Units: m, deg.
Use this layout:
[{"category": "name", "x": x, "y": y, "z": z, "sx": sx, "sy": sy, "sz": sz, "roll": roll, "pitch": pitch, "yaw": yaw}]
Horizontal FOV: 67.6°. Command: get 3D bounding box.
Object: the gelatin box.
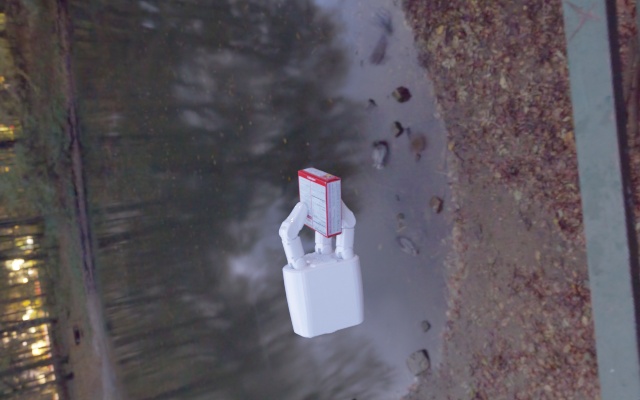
[{"category": "gelatin box", "x": 0.000, "y": 0.002, "z": 0.709, "sx": 0.030, "sy": 0.089, "sz": 0.073, "roll": -16, "pitch": 24, "yaw": -31}]
